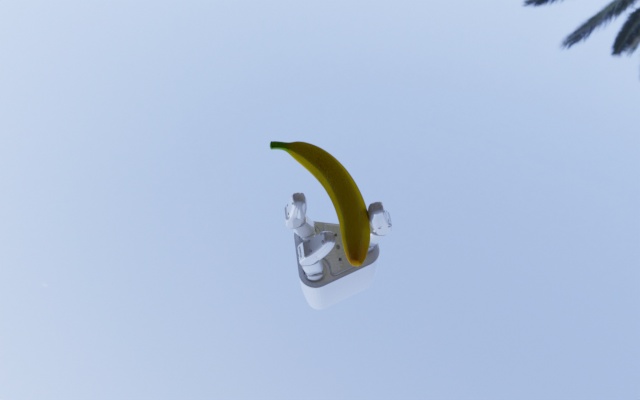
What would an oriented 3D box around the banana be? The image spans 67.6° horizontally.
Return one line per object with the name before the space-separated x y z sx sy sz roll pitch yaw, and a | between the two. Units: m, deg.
banana | 0.014 -0.009 0.587 0.069 0.197 0.037 -28 -26 -17
